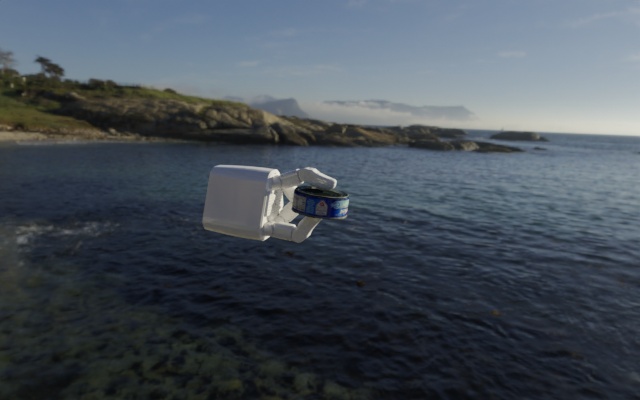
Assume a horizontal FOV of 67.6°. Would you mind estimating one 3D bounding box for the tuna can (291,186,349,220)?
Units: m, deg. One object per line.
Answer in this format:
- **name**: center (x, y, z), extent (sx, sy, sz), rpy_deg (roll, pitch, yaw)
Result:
- **tuna can**: center (0.000, 0.002, 0.725), extent (0.086, 0.034, 0.086), rpy_deg (7, 11, -1)
